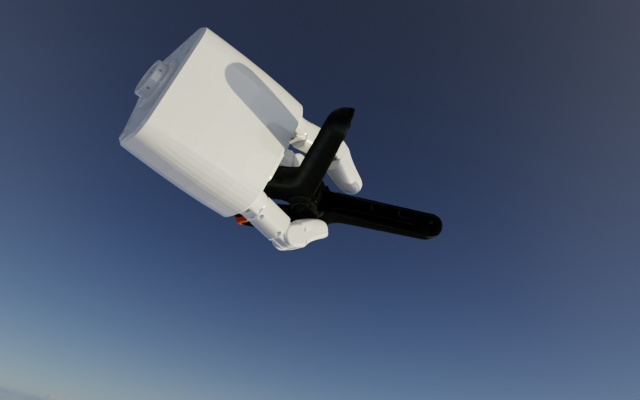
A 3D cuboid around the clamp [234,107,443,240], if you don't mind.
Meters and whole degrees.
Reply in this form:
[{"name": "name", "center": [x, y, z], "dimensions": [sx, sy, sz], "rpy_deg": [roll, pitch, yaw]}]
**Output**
[{"name": "clamp", "center": [-0.001, 0.002, 0.460], "dimensions": [0.210, 0.036, 0.165], "rpy_deg": [-18, -48, 43]}]
